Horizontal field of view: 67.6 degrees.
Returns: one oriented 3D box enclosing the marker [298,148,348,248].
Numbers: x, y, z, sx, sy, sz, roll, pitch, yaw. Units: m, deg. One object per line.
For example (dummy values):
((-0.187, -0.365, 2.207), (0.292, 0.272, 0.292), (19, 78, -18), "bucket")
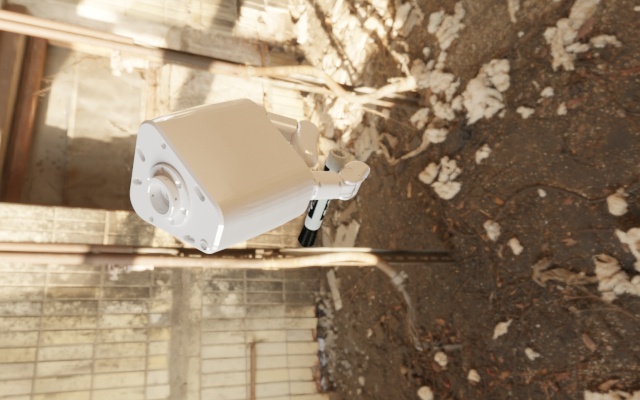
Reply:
((0.000, 0.002, 0.496), (0.020, 0.121, 0.020), (15, 33, -10), "marker")
